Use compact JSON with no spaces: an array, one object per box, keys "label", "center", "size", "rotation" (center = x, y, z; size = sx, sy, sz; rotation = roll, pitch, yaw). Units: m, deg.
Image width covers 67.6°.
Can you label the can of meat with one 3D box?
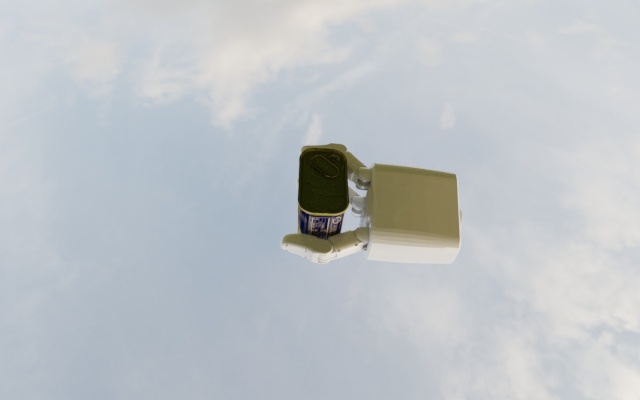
[{"label":"can of meat","center":[0.000,0.002,0.577],"size":[0.057,0.102,0.084],"rotation":[3,-40,-4]}]
